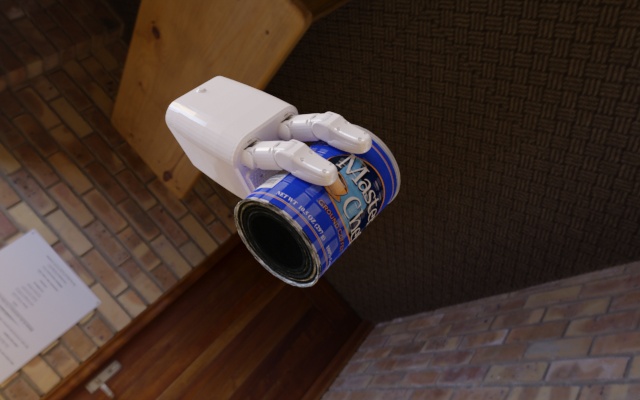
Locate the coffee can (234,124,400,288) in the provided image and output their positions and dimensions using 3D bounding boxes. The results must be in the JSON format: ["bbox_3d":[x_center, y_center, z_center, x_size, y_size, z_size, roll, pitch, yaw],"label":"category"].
[{"bbox_3d":[0.000,0.002,0.476,0.103,0.103,0.140,0,34,47],"label":"coffee can"}]
